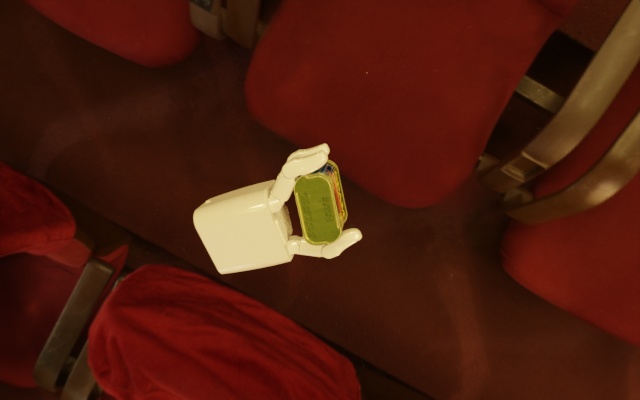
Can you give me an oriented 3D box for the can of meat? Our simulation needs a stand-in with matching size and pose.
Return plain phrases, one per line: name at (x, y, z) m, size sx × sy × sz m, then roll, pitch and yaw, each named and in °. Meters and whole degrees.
can of meat at (0.000, 0.002, 0.653) m, size 0.057 × 0.102 × 0.084 m, roll -10°, pitch 14°, yaw 9°
